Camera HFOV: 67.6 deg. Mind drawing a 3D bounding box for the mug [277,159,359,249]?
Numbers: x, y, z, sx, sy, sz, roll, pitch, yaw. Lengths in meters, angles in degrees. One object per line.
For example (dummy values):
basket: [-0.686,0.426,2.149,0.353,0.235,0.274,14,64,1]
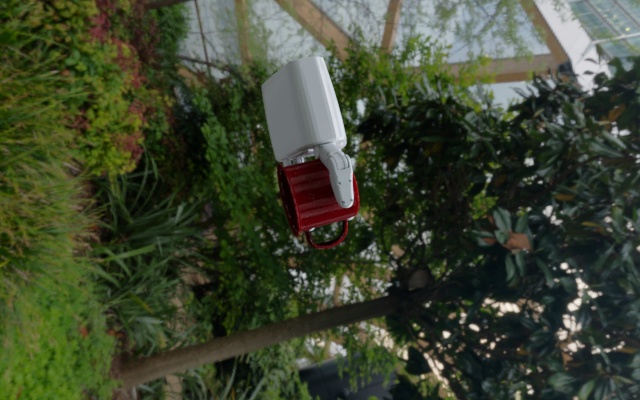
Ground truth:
mug: [0.001,0.003,0.593,0.081,0.117,0.093,-14,1,-12]
